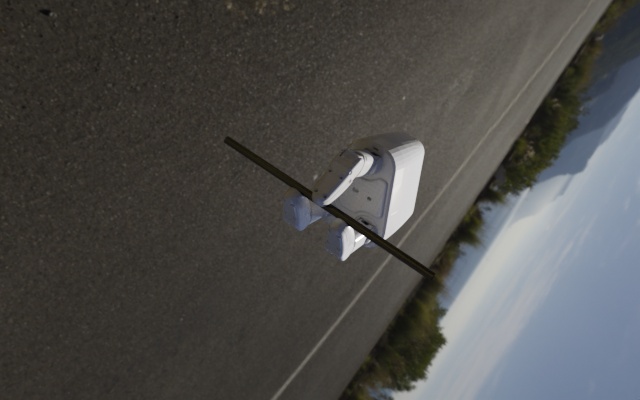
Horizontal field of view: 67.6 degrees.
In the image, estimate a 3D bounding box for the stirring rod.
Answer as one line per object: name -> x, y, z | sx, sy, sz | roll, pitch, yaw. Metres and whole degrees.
stirring rod -> 0.000, 0.001, 0.441 | 0.239, 0.011, 0.011 | 34, 12, 19
